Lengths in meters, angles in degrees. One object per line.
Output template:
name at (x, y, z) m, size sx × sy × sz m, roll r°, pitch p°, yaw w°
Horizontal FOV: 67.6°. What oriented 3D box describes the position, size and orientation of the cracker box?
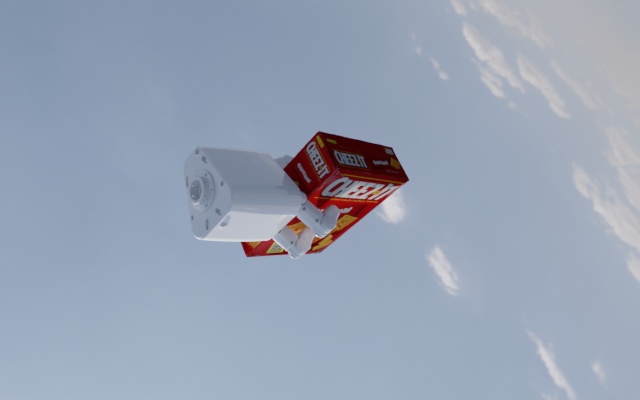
cracker box at (0.000, 0.002, 0.704) m, size 0.164 × 0.072 × 0.214 m, roll 3°, pitch -37°, yaw -47°
